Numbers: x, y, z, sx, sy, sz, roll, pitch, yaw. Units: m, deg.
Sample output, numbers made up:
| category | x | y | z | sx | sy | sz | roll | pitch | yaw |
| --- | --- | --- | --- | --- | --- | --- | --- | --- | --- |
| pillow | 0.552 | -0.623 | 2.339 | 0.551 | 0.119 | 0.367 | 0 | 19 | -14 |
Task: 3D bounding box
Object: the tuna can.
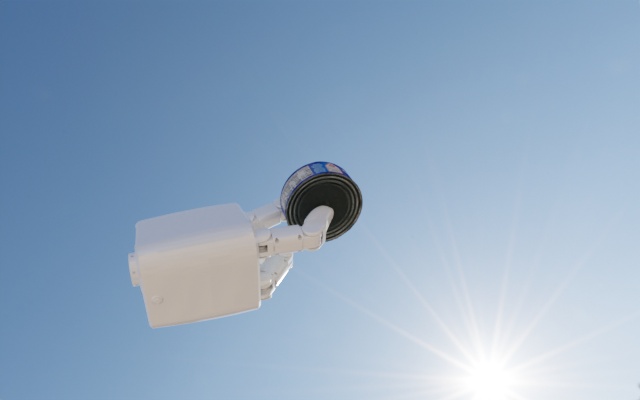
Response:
| category | x | y | z | sx | sy | sz | roll | pitch | yaw |
| --- | --- | --- | --- | --- | --- | --- | --- | --- | --- |
| tuna can | 0.000 | 0.001 | 0.520 | 0.086 | 0.086 | 0.033 | 0 | 29 | -20 |
